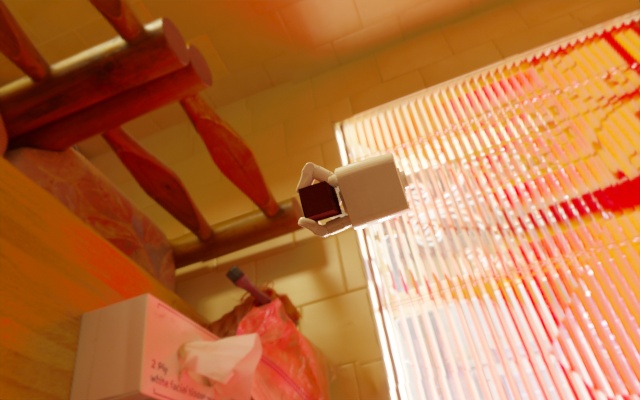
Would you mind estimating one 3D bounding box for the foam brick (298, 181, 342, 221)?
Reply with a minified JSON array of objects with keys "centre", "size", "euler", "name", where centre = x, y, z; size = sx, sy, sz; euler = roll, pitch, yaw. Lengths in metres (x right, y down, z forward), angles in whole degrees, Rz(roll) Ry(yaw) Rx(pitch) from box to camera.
[{"centre":[0.000,0.003,0.830],"size":[0.051,0.053,0.078],"euler":[-17,-10,11],"name":"foam brick"}]
